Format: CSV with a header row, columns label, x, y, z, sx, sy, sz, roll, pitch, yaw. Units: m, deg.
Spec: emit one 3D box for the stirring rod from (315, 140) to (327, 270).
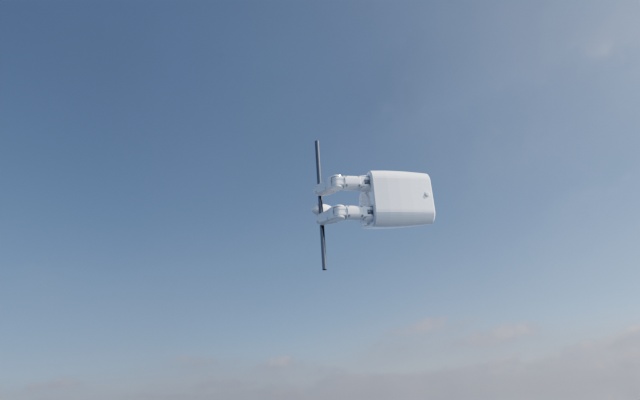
label,x,y,z,sx,sy,sz,roll,pitch,yaw
stirring rod,0.000,0.003,0.829,0.011,0.239,0.011,-3,-22,-1
